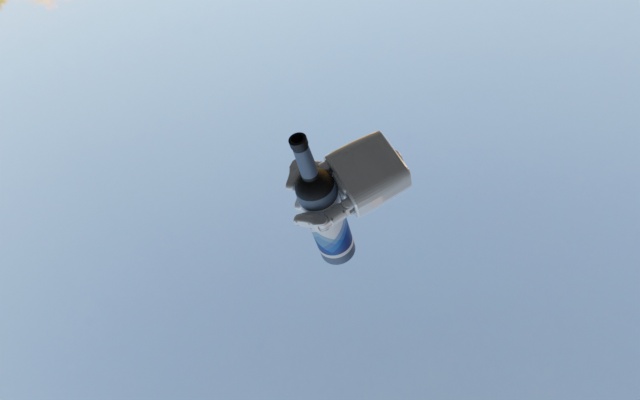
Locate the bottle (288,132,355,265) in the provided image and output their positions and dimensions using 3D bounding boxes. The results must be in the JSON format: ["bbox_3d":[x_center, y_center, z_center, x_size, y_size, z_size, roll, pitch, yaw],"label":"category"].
[{"bbox_3d":[0.000,0.003,0.791,0.069,0.069,0.296,0,-38,17],"label":"bottle"}]
